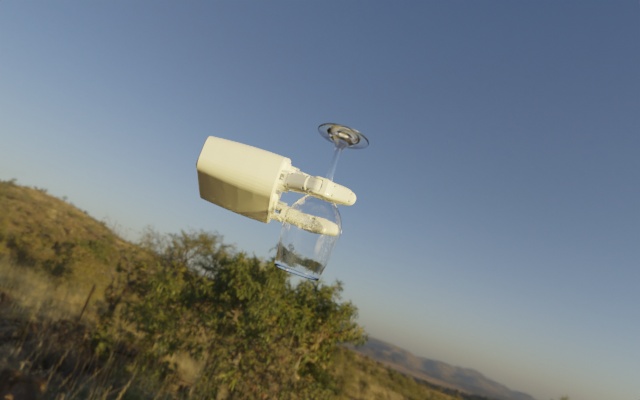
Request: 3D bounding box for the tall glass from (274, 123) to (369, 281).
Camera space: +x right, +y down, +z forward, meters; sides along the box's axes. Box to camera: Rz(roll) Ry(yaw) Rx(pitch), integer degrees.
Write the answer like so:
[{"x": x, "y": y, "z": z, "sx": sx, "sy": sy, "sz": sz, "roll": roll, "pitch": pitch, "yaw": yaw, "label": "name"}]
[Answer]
[{"x": 0.000, "y": 0.001, "z": 0.639, "sx": 0.079, "sy": 0.201, "sz": 0.079, "roll": 18, "pitch": -13, "yaw": 4, "label": "tall glass"}]
